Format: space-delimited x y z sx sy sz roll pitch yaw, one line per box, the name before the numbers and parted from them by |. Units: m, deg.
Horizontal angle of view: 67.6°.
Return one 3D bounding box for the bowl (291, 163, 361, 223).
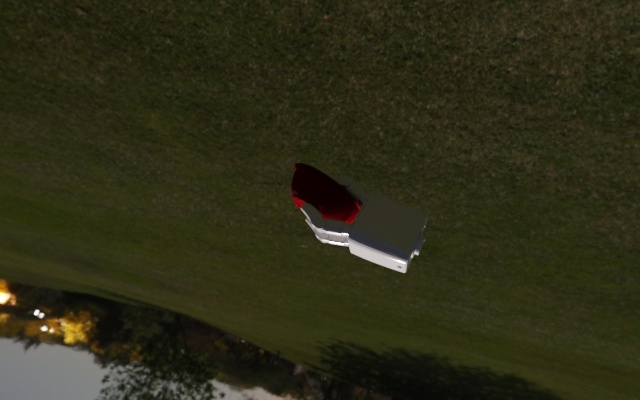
bowl | -0.001 0.003 0.888 0.162 0.055 0.162 35 -14 10
